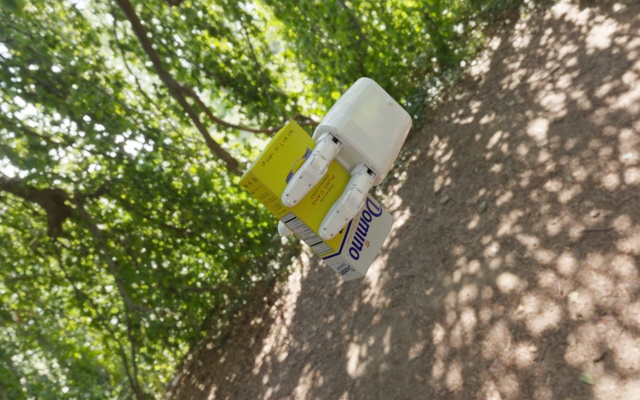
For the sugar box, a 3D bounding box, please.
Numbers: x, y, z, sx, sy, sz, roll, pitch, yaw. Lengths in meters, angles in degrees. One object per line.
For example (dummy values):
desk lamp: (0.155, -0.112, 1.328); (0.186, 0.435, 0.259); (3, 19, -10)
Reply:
sugar box: (0.000, 0.001, 0.551); (0.176, 0.093, 0.048); (41, -33, -11)
